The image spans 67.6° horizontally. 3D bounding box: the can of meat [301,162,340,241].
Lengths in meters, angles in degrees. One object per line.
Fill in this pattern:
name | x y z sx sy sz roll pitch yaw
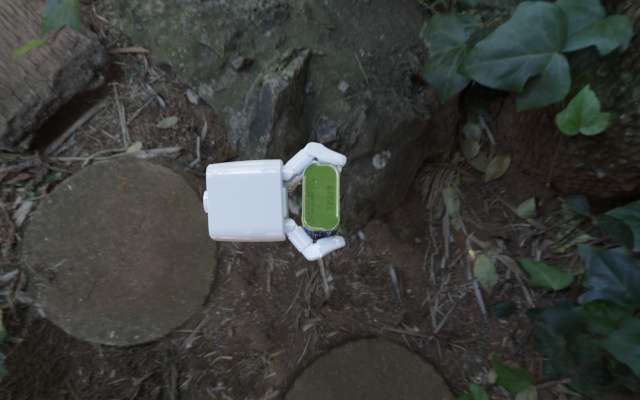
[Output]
can of meat | 0.000 0.002 0.685 0.057 0.102 0.084 0 -12 0
